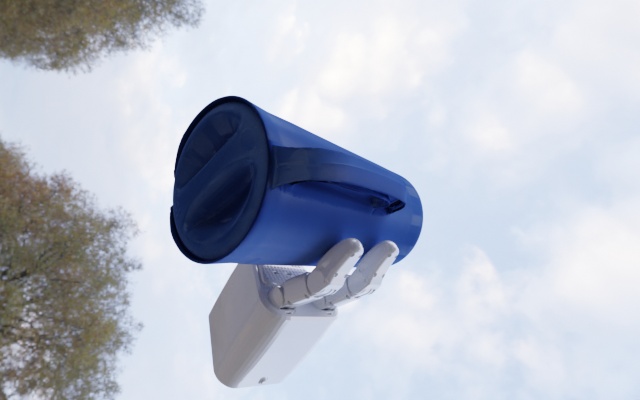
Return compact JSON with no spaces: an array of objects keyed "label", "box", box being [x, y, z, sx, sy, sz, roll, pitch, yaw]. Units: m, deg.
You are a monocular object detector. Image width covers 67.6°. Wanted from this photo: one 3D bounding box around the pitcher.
[{"label":"pitcher","box":[0.000,0.002,0.445,0.243,0.145,0.149,14,27,-46]}]
